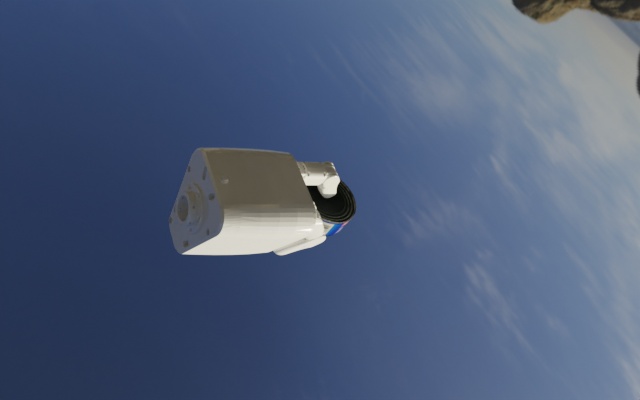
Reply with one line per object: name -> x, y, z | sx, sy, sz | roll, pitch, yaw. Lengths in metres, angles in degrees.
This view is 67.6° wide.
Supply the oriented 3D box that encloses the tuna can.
tuna can -> 0.000, 0.002, 0.600 | 0.086, 0.086, 0.034 | 0, -37, -38
